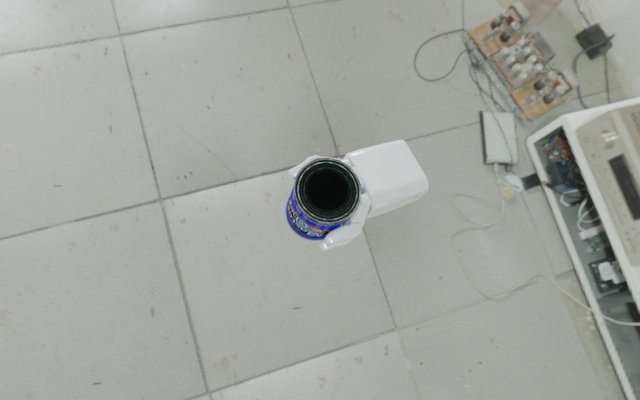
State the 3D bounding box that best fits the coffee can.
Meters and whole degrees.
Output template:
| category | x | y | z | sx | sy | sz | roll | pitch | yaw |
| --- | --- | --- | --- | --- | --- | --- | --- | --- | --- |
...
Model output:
| category | x | y | z | sx | sy | sz | roll | pitch | yaw |
| --- | --- | --- | --- | --- | --- | --- | --- | --- | --- |
| coffee can | 0.000 | 0.003 | 0.771 | 0.103 | 0.102 | 0.140 | 0 | -15 | -9 |
